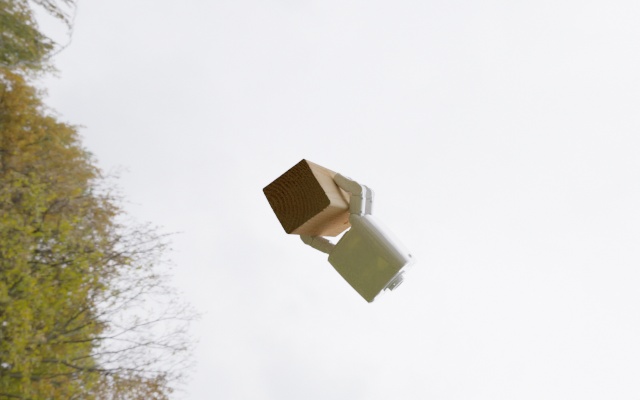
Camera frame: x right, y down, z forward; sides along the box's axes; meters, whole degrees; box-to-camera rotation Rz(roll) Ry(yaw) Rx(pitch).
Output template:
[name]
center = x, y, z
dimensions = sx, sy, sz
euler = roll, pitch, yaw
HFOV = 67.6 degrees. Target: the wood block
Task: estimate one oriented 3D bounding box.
[wood block]
center = 0.000, 0.003, 0.829
dimensions = 0.091, 0.090, 0.206
euler = -36, -17, 15
